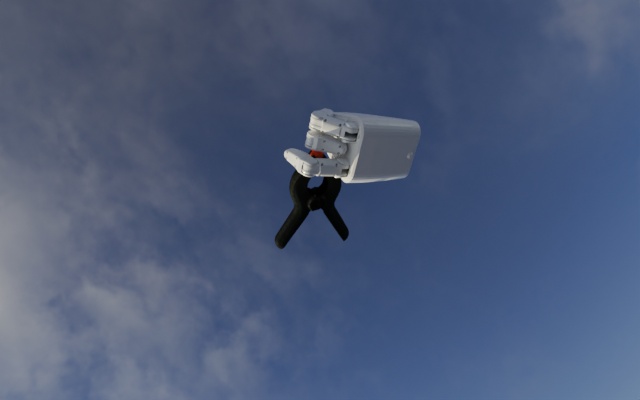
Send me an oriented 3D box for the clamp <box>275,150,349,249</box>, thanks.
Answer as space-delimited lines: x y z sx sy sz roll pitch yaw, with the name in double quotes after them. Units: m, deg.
0.000 0.002 0.731 0.120 0.172 0.039 -2 34 -25 "clamp"
